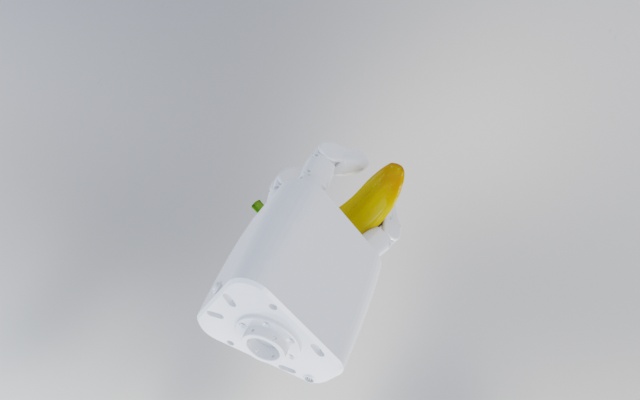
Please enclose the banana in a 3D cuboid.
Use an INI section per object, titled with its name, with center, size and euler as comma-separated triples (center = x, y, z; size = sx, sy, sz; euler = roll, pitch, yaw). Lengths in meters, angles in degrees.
[banana]
center = 0.006, 0.018, 0.471
size = 0.198, 0.070, 0.037
euler = -14, 20, 40
